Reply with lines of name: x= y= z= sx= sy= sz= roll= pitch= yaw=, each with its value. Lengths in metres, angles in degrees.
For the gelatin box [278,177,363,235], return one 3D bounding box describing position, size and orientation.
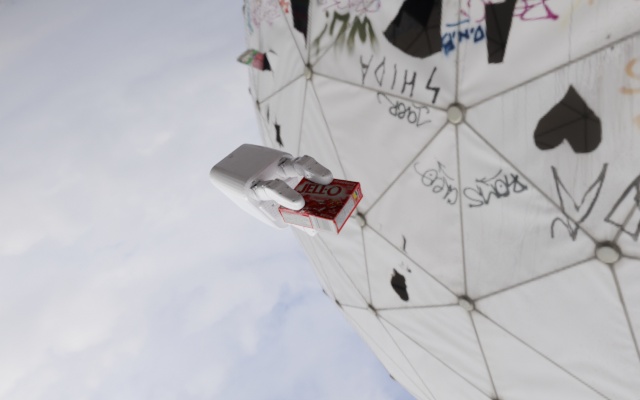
gelatin box: x=0.001 y=0.002 z=0.626 sx=0.089 sy=0.030 sz=0.073 roll=11 pitch=48 yaw=32
